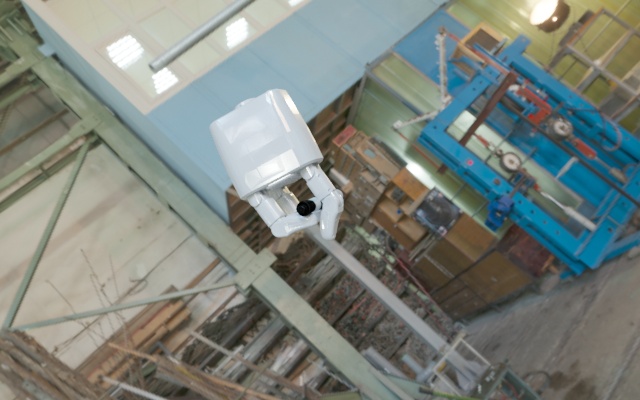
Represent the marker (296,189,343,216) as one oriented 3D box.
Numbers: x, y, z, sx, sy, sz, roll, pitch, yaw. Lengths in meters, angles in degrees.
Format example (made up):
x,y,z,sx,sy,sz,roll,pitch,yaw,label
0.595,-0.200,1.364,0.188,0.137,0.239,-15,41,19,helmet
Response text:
x,y,z,sx,sy,sz,roll,pitch,yaw,label
0.000,0.002,0.621,0.020,0.020,0.121,0,8,23,marker
